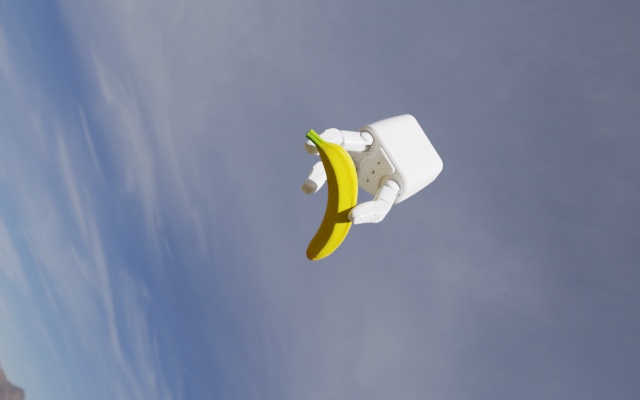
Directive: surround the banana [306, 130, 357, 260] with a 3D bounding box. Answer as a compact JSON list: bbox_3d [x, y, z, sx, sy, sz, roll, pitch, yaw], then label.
[{"bbox_3d":[0.015,0.005,0.626,0.069,0.198,0.037,23,35,32],"label":"banana"}]
